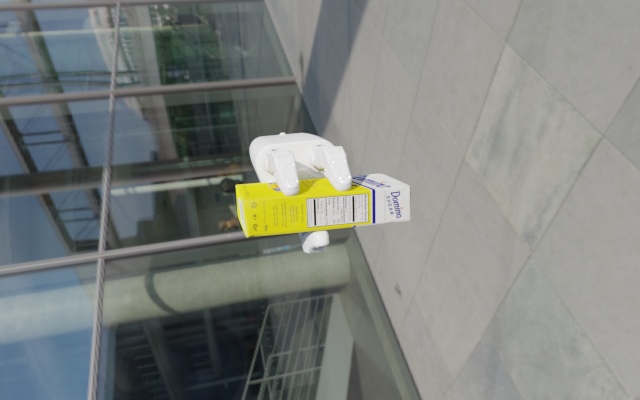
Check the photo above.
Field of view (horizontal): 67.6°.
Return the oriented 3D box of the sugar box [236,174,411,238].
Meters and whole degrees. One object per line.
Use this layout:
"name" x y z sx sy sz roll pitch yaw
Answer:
"sugar box" 0.000 0.001 0.523 0.176 0.048 0.093 -8 14 -13
